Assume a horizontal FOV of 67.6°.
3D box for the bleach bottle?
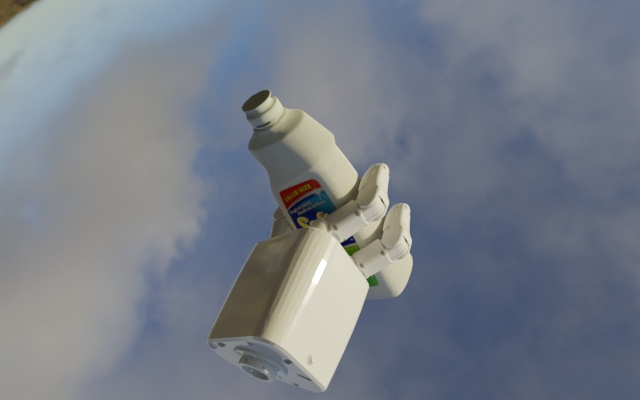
[{"bbox_3d":[0.000,0.002,0.470,0.102,0.068,0.251,-4,-44,37],"label":"bleach bottle"}]
